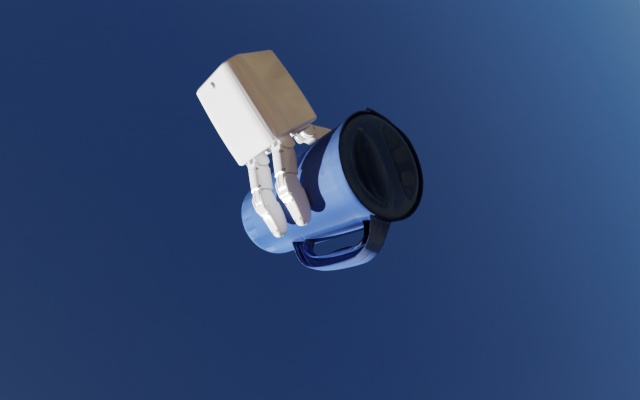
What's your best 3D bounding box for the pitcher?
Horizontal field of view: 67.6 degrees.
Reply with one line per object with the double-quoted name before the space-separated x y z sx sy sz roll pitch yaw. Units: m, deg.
"pitcher" 0.000 0.002 0.614 0.243 0.145 0.149 -26 10 47
